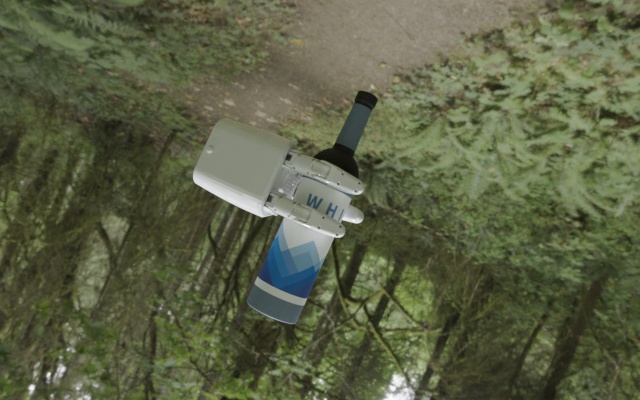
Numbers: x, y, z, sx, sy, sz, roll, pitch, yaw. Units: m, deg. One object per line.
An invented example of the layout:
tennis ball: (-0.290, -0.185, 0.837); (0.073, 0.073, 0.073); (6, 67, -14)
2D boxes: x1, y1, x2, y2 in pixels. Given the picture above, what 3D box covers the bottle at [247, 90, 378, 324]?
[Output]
bottle: (0.000, 0.002, 0.591); (0.069, 0.295, 0.069); (24, -3, 2)
